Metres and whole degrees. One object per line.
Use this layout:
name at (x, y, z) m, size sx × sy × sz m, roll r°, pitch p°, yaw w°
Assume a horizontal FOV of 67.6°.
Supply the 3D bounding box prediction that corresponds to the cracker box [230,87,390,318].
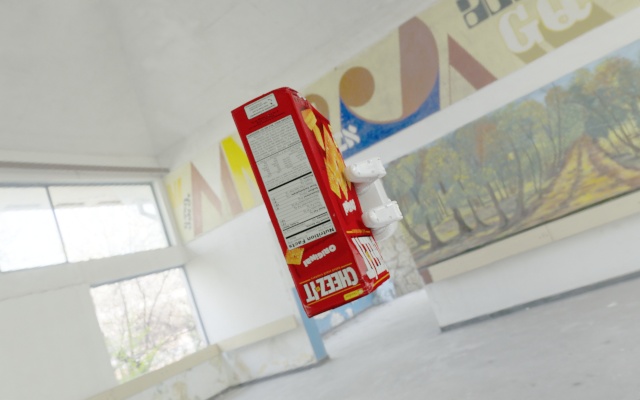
cracker box at (0.000, 0.002, 0.515) m, size 0.072 × 0.213 × 0.164 m, roll -24°, pitch -9°, yaw 13°
